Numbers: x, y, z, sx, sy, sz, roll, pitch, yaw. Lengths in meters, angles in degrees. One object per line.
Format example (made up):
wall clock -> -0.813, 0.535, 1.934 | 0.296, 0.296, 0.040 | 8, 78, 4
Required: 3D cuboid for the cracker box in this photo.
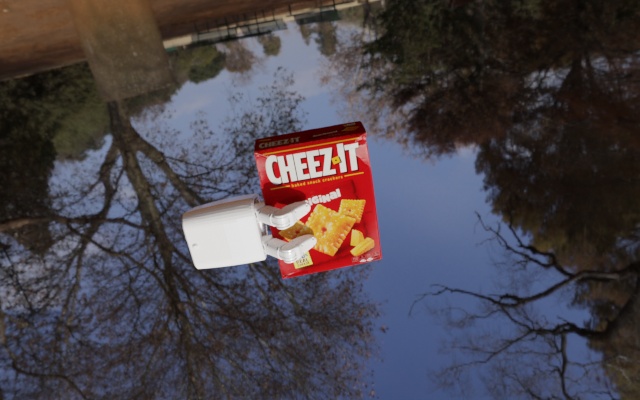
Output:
cracker box -> 0.000, 0.002, 0.730 | 0.164, 0.214, 0.072 | -10, 24, -1
